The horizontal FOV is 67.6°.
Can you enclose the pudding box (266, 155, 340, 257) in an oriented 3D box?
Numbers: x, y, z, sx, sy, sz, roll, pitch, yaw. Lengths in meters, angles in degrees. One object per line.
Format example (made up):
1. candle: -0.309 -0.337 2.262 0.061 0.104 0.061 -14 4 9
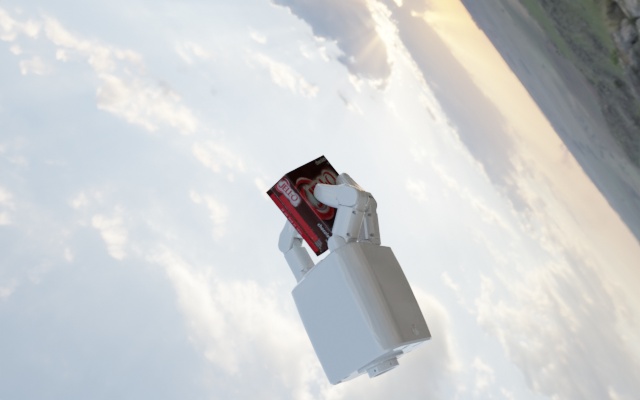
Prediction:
1. pudding box: 0.000 0.002 0.539 0.039 0.090 0.113 -38 -1 25
